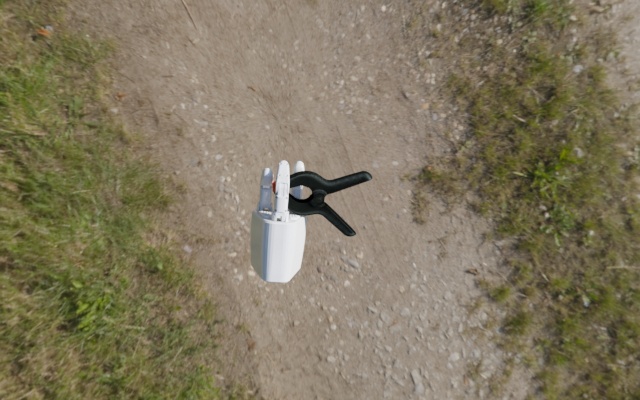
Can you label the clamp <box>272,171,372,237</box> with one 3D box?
[{"bbox_3d":[0.000,0.003,0.829,0.171,0.120,0.039,4,11,-6],"label":"clamp"}]
